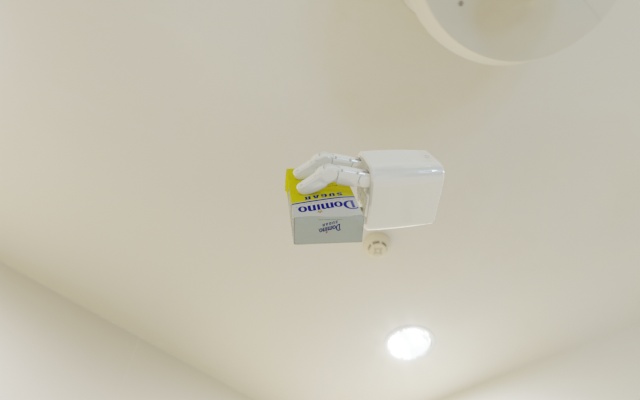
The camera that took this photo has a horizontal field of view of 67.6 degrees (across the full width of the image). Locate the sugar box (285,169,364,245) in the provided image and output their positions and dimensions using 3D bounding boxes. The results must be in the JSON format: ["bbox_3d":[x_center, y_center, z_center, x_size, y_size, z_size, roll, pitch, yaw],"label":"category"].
[{"bbox_3d":[0.000,0.002,0.686,0.093,0.048,0.176,-2,22,-8],"label":"sugar box"}]
